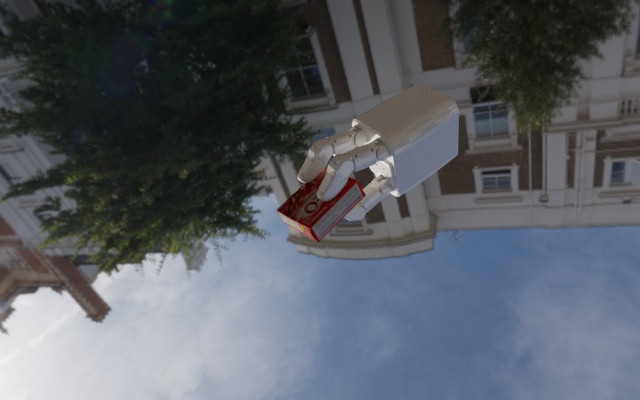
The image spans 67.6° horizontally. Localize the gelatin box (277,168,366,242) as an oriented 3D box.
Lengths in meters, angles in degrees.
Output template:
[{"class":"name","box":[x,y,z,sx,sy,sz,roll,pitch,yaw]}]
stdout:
[{"class":"gelatin box","box":[0.000,0.003,0.599,0.089,0.030,0.073,-45,39,-17]}]
